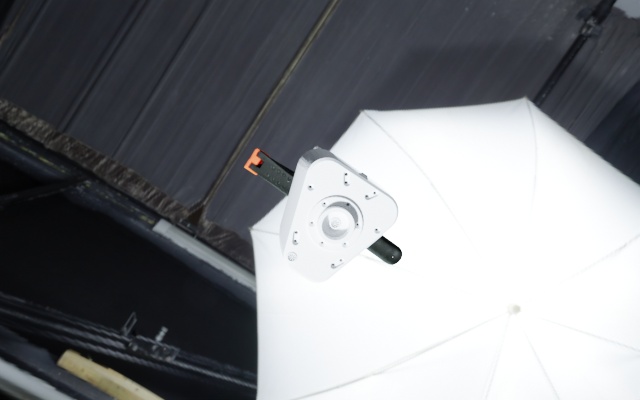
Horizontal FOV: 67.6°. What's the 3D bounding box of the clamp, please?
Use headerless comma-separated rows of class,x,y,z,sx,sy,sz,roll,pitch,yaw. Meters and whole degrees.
clamp,-0.001,0.002,0.613,0.210,0.036,0.164,33,3,-9
